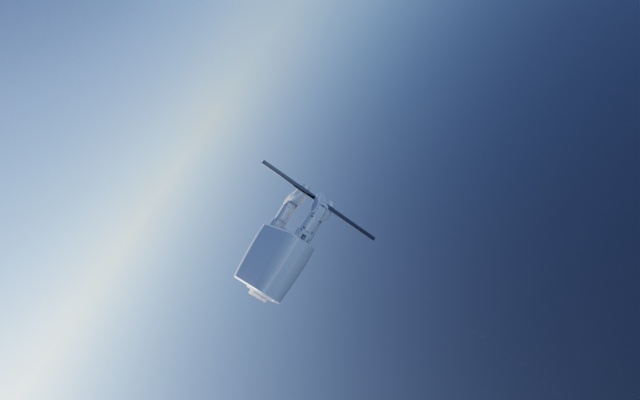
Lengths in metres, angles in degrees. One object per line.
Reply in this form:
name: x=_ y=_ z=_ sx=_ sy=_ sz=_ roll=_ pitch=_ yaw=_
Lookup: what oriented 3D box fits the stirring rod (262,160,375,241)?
stirring rod: x=0.000 y=0.003 z=0.818 sx=0.239 sy=0.011 sz=0.011 roll=35 pitch=-11 yaw=-16
